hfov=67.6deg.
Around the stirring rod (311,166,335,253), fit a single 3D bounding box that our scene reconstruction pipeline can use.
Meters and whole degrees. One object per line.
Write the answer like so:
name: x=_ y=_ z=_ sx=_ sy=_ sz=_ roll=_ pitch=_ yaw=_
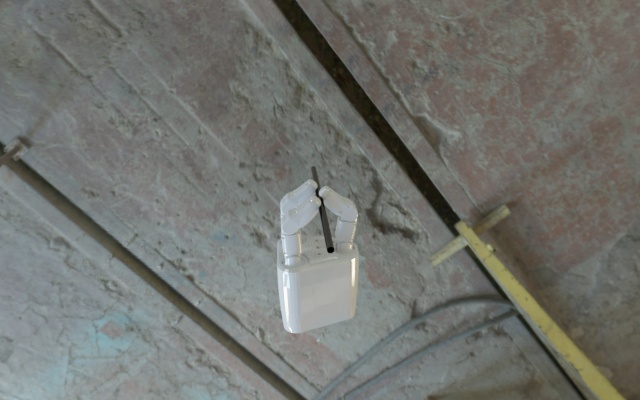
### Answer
stirring rod: x=0.000 y=0.002 z=0.605 sx=0.011 sy=0.011 sz=0.239 roll=0 pitch=24 yaw=-6
